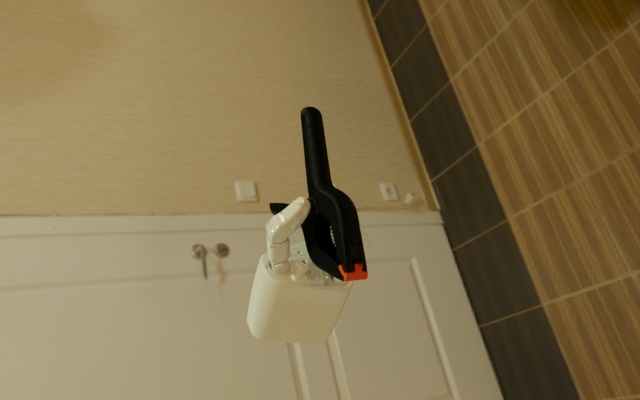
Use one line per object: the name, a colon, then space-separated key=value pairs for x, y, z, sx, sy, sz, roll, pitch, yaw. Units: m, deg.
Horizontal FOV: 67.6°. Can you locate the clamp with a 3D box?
clamp: x=0.000 y=0.002 z=0.546 sx=0.036 sy=0.165 sz=0.210 roll=-1 pitch=35 yaw=-29
